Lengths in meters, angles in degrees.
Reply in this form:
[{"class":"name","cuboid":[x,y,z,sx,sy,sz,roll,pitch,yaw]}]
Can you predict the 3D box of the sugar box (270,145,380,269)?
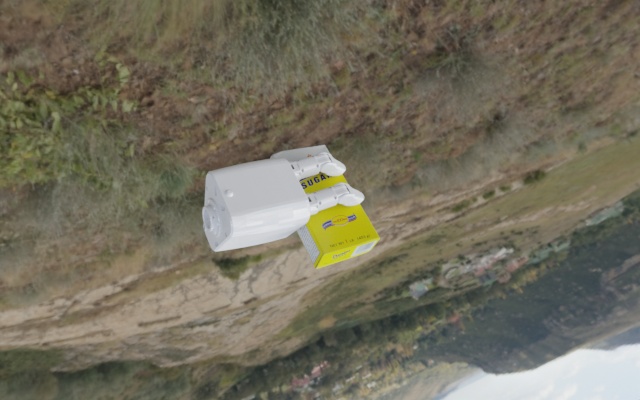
[{"class":"sugar box","cuboid":[0.000,0.002,0.674,0.093,0.176,0.048,-13,-29,-29]}]
